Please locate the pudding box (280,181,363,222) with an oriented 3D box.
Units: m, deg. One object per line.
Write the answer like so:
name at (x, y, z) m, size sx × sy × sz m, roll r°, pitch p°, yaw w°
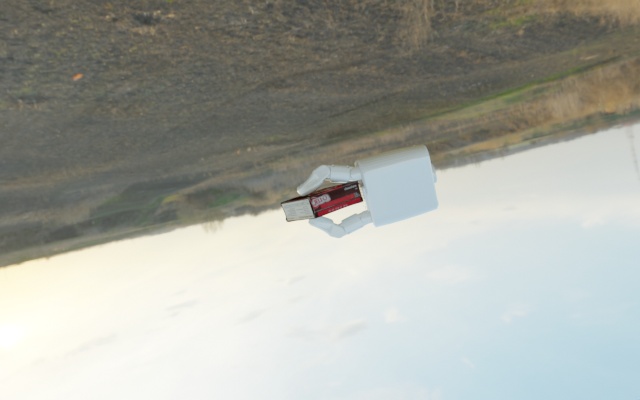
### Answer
pudding box at (0.000, 0.003, 0.753) m, size 0.090 × 0.039 × 0.113 m, roll -18°, pitch 1°, yaw -27°
